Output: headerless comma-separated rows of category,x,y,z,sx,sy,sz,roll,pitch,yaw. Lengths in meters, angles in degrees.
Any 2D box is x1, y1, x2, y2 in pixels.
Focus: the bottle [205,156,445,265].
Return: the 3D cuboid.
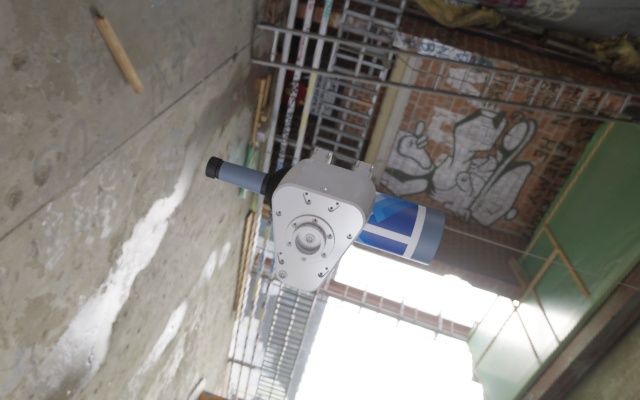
bottle,0.000,0.002,0.589,0.295,0.069,0.069,18,1,4
